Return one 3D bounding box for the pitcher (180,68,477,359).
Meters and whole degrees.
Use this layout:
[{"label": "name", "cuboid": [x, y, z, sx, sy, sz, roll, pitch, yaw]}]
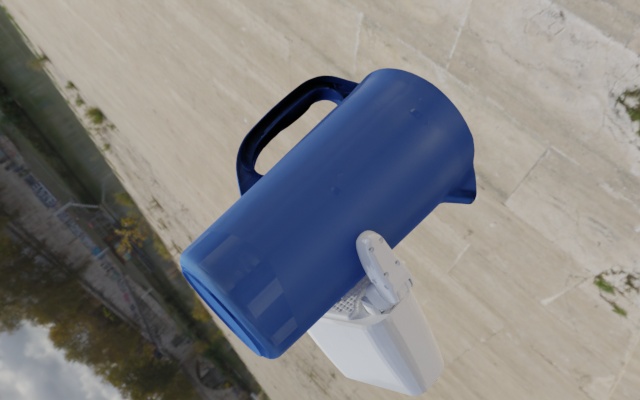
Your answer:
[{"label": "pitcher", "cuboid": [0.000, 0.001, 0.404, 0.242, 0.145, 0.149, -43, 31, -22]}]
